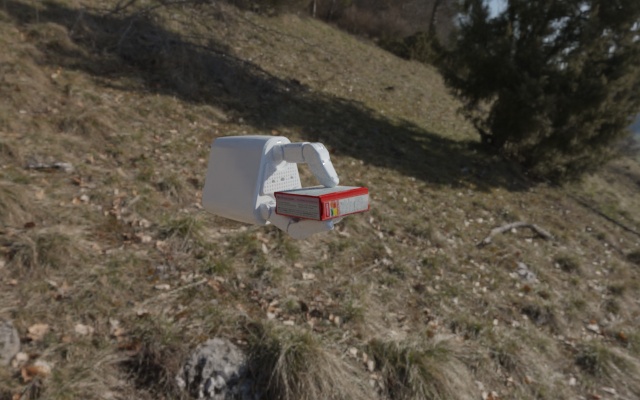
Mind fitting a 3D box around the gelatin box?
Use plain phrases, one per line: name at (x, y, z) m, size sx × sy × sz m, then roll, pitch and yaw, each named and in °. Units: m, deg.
gelatin box at (0.000, 0.001, 0.555) m, size 0.073 × 0.030 × 0.089 m, roll -10°, pitch 10°, yaw -39°
